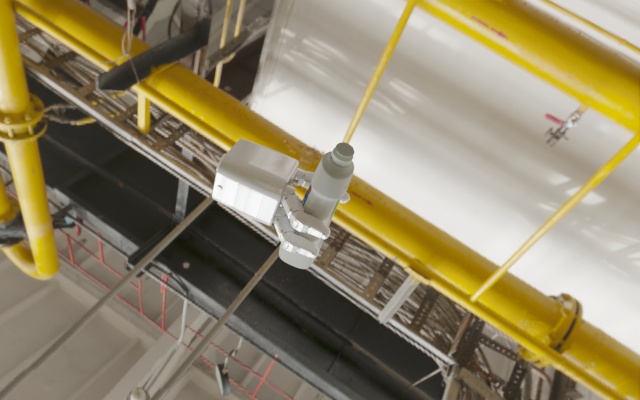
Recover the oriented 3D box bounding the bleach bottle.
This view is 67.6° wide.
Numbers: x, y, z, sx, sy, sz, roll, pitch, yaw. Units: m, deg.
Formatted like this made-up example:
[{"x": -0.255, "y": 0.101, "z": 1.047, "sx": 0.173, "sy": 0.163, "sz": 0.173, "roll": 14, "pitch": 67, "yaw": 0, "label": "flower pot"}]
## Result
[{"x": 0.000, "y": 0.003, "z": 0.754, "sx": 0.068, "sy": 0.102, "sz": 0.251, "roll": 23, "pitch": -44, "yaw": -2, "label": "bleach bottle"}]
